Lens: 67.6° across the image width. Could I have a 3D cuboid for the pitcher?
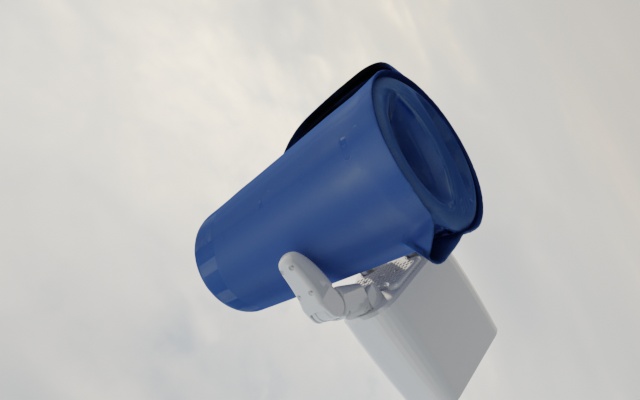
[{"bbox_3d":[0.000,0.002,0.415,0.243,0.145,0.149,-31,8,35],"label":"pitcher"}]
